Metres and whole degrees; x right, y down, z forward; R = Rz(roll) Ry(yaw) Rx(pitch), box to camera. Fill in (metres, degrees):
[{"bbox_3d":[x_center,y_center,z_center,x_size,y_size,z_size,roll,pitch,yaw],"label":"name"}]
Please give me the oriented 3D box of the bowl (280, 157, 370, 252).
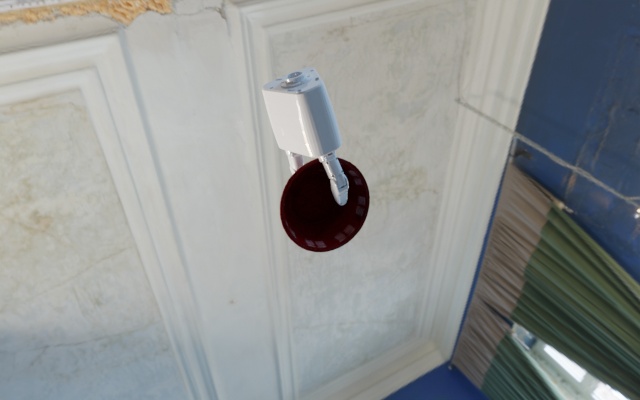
[{"bbox_3d":[0.000,0.004,0.805,0.162,0.162,0.055,0,13,-24],"label":"bowl"}]
